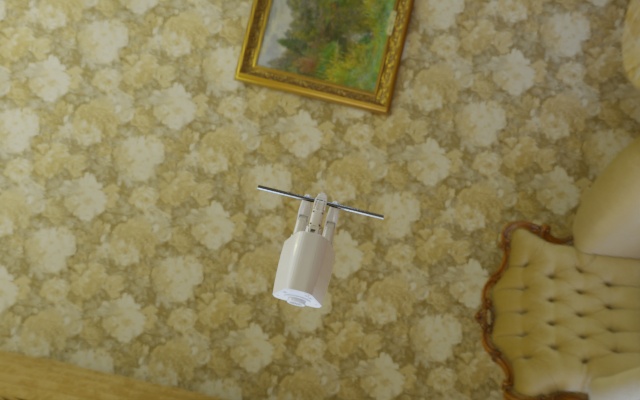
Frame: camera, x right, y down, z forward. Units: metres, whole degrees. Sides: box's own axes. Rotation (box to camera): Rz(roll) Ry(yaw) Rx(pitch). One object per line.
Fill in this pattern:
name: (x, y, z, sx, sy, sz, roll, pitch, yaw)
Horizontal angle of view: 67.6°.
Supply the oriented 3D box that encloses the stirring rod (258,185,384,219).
stirring rod: (0.000, 0.003, 0.890, 0.239, 0.011, 0.011, 14, 0, 1)
